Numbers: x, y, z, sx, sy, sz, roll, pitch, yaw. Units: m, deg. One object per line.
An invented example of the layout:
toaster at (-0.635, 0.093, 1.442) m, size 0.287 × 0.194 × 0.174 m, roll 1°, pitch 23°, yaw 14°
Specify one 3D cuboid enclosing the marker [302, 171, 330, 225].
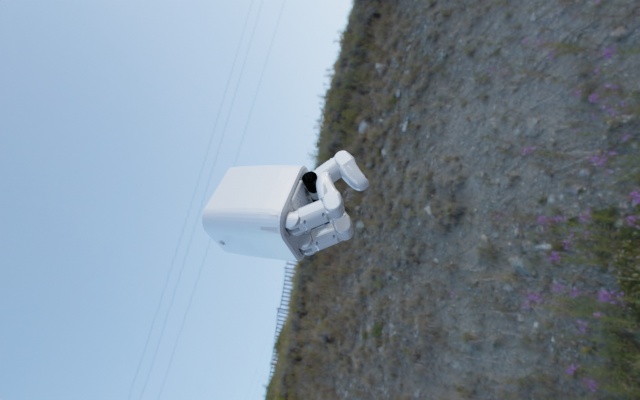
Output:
marker at (0.000, 0.002, 0.604) m, size 0.020 × 0.020 × 0.121 m, roll 0°, pitch -32°, yaw 17°
